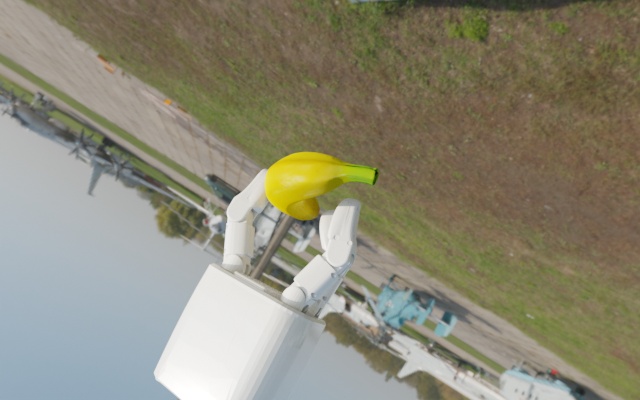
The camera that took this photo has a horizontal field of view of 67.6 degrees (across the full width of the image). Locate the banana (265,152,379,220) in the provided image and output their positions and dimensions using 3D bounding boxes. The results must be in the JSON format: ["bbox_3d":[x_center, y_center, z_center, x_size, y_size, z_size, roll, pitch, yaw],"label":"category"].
[{"bbox_3d":[-0.016,-0.007,0.409,0.069,0.037,0.198,26,-12,-8],"label":"banana"}]
